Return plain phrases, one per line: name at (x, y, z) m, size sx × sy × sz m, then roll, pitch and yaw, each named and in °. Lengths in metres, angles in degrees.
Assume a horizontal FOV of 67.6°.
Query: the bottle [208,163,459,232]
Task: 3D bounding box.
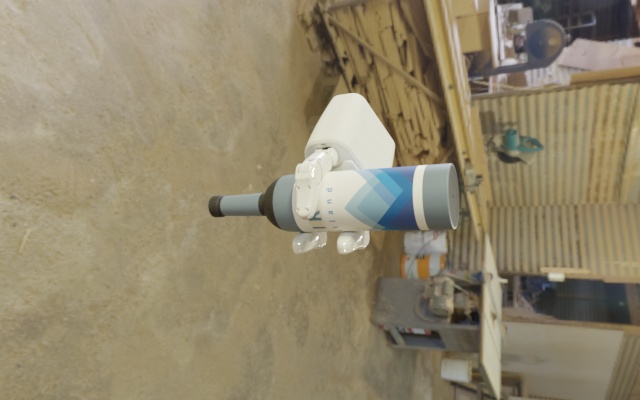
bottle at (0.000, 0.002, 0.539) m, size 0.296 × 0.069 × 0.069 m, roll -3°, pitch -1°, yaw 25°
